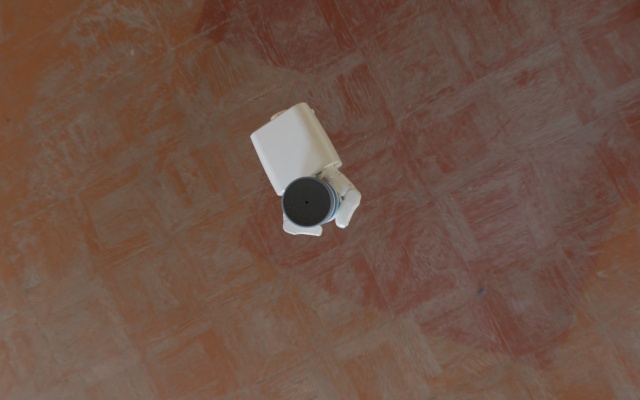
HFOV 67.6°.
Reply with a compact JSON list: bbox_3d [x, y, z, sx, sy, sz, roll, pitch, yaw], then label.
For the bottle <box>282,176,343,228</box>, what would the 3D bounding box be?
[{"bbox_3d":[0.000,0.003,0.756,0.069,0.069,0.296,0,0,7],"label":"bottle"}]
